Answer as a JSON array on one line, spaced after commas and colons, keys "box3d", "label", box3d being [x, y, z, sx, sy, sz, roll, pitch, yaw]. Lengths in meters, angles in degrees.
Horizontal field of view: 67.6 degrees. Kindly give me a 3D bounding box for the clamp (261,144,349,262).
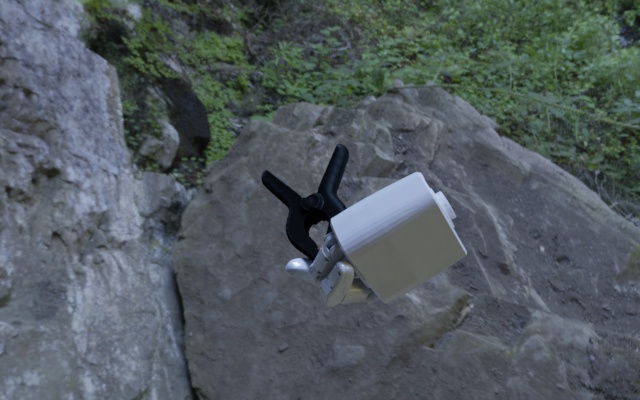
[{"box3d": [0.000, 0.002, 0.590, 0.120, 0.171, 0.039, -29, -35, 7], "label": "clamp"}]
